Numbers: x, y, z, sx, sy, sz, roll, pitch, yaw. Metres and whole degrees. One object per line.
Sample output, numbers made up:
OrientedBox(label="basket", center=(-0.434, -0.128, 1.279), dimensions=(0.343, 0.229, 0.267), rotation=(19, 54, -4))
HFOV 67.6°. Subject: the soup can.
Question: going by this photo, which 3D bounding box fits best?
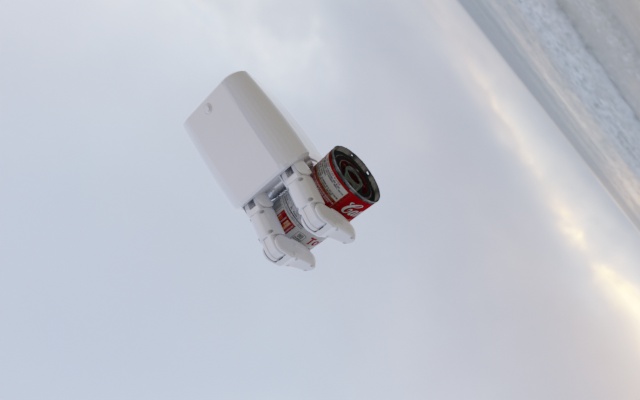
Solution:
OrientedBox(label="soup can", center=(0.000, 0.002, 0.485), dimensions=(0.102, 0.068, 0.068), rotation=(-38, -19, 26))
